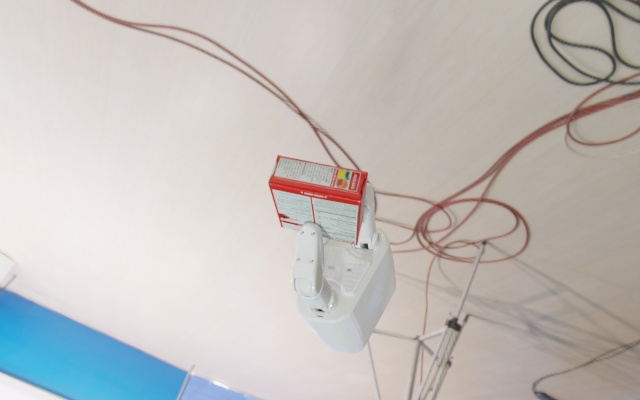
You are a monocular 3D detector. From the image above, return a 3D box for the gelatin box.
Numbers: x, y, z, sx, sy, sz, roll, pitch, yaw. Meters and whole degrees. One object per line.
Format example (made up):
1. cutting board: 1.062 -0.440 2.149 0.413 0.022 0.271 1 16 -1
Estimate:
1. gelatin box: 0.000 0.002 0.400 0.073 0.030 0.089 12 -25 9
